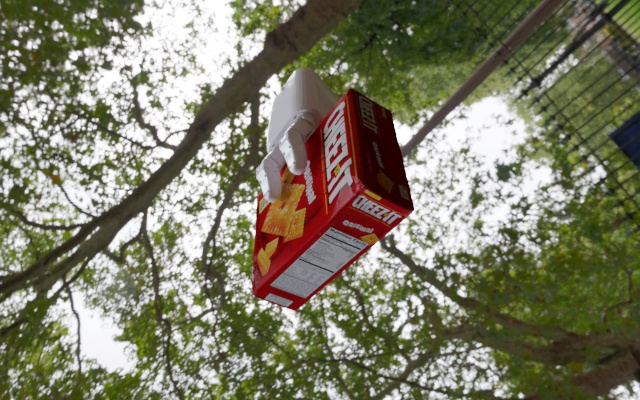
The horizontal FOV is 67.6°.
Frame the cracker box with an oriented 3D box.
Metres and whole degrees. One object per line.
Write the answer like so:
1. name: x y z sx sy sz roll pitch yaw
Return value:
1. cracker box: 0.000 0.002 0.555 0.072 0.164 0.214 24 -50 -26
